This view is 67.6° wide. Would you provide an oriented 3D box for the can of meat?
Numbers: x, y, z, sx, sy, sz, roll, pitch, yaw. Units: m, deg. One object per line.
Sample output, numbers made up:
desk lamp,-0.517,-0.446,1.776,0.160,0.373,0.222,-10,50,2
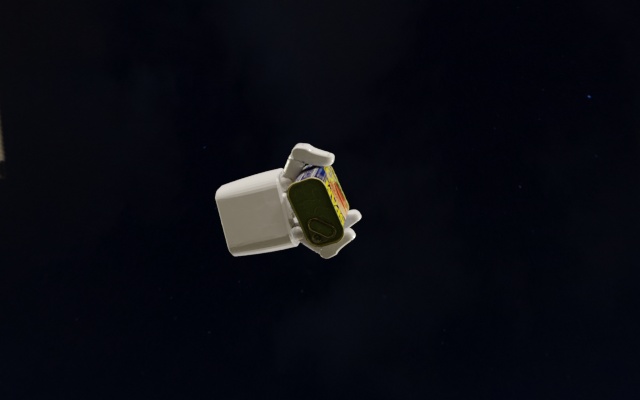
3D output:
can of meat,0.000,0.002,0.688,0.057,0.102,0.084,-18,18,17
